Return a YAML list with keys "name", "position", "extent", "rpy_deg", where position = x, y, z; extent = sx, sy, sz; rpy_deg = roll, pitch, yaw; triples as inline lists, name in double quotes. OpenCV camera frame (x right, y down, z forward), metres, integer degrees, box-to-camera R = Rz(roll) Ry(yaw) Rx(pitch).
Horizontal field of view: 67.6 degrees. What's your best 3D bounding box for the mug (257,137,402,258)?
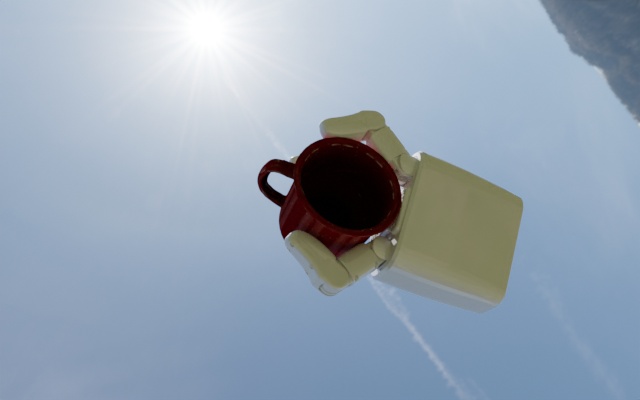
- name: "mug"
  position: [-0.001, 0.001, 0.415]
  extent: [0.117, 0.093, 0.081]
  rpy_deg: [22, -34, -8]
